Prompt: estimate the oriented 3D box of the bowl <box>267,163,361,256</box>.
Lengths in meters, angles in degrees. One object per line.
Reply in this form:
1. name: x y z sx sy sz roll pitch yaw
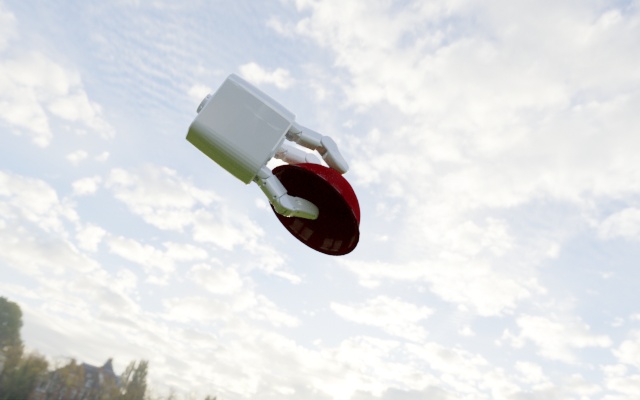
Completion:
1. bowl: 0.001 0.003 0.685 0.162 0.162 0.055 0 36 45
